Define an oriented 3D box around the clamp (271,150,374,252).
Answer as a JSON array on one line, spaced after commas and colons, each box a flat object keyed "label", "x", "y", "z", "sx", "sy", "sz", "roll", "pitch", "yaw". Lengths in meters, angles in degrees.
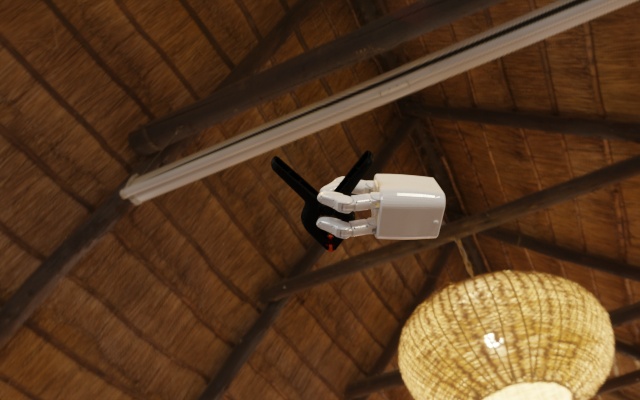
[{"label": "clamp", "x": 0.000, "y": 0.003, "z": 0.820, "sx": 0.164, "sy": 0.210, "sz": 0.036, "roll": 3, "pitch": 38, "yaw": 1}]
